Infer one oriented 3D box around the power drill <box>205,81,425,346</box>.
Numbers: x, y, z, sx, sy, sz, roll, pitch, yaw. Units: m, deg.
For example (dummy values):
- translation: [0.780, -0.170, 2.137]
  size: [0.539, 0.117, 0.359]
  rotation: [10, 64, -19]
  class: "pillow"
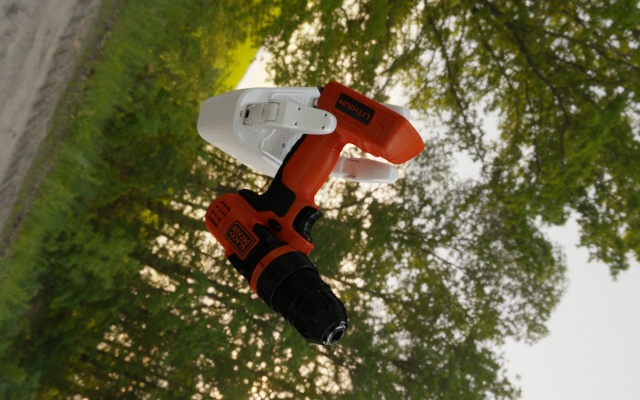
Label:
- translation: [0.000, 0.001, 0.406]
  size: [0.184, 0.187, 0.057]
  rotation: [40, -1, 37]
  class: "power drill"
